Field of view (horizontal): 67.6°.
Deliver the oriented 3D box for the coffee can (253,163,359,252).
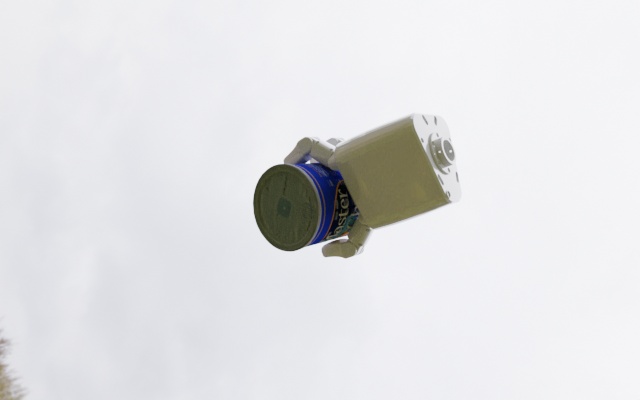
[{"bbox_3d":[0.000,0.002,0.605,0.103,0.103,0.140,0,6,38],"label":"coffee can"}]
